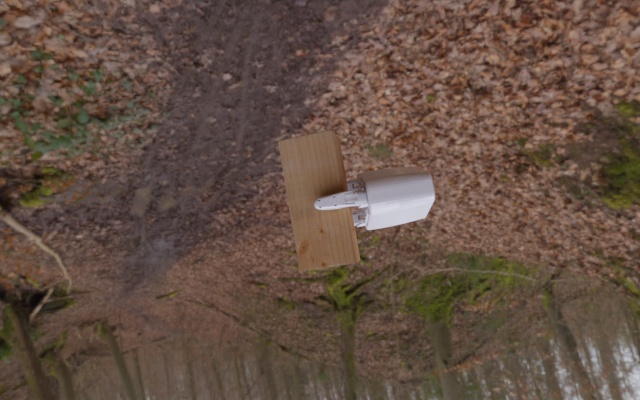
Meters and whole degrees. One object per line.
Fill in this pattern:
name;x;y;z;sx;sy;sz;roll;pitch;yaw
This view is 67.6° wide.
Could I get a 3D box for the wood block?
wood block;0.000;0.003;0.768;0.090;0.206;0.091;-11;-5;8
